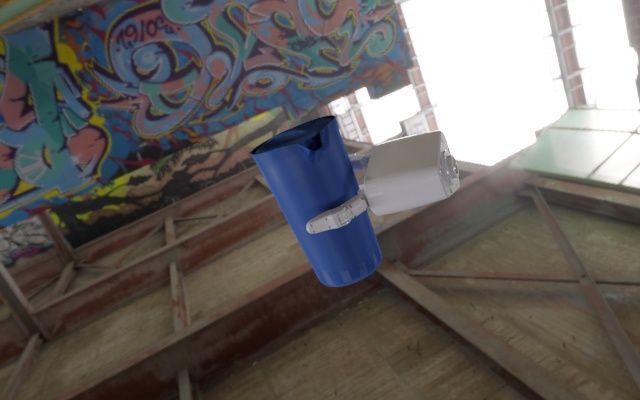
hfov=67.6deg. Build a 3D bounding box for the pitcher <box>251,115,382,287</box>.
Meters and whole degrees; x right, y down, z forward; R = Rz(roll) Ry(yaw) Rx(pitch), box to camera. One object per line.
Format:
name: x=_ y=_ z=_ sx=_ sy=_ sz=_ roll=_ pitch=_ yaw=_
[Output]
pitcher: x=0.000 y=0.002 z=0.731 sx=0.145 sy=0.243 sz=0.149 roll=-15 pitch=19 yaw=26
